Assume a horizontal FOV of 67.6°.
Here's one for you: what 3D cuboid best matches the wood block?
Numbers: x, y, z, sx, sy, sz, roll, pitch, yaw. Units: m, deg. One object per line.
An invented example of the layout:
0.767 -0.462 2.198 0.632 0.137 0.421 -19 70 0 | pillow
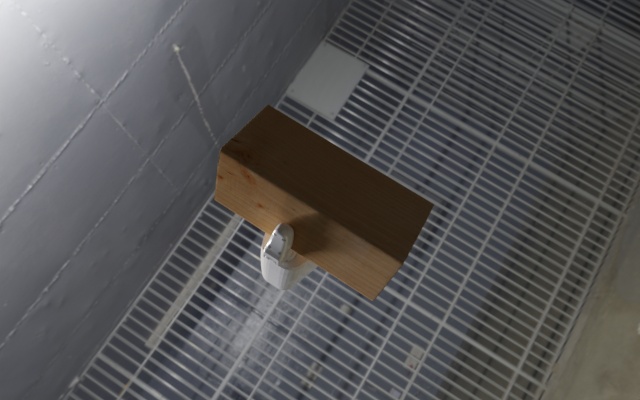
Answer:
0.000 0.002 0.508 0.206 0.090 0.090 31 -38 6 | wood block
